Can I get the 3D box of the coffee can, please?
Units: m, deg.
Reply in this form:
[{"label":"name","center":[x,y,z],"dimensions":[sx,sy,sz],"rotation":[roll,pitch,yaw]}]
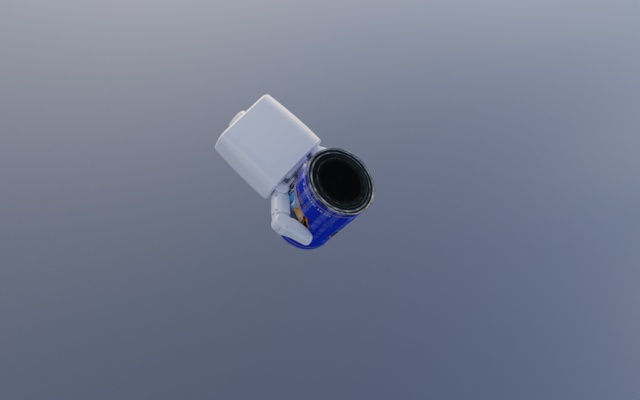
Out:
[{"label":"coffee can","center":[0.000,0.003,0.697],"dimensions":[0.103,0.102,0.140],"rotation":[0,-25,-28]}]
